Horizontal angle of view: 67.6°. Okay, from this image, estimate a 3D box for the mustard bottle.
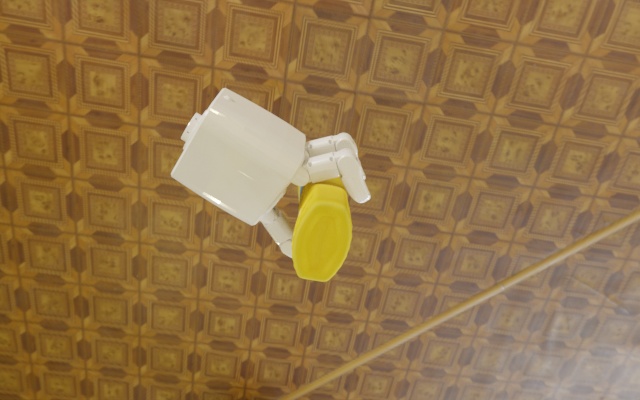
[{"bbox_3d":[0.000,0.002,0.553,0.058,0.096,0.191,9,26,-5],"label":"mustard bottle"}]
